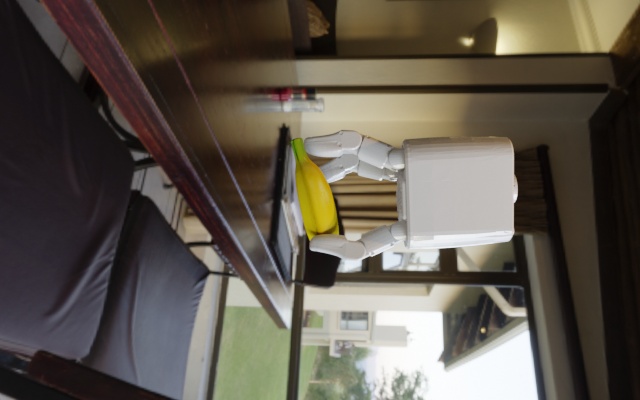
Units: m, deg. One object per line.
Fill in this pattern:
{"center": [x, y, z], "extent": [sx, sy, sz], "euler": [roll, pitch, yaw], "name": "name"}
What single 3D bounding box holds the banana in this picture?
{"center": [0.001, 0.016, 0.539], "extent": [0.037, 0.069, 0.198], "euler": [-6, -33, 4], "name": "banana"}
